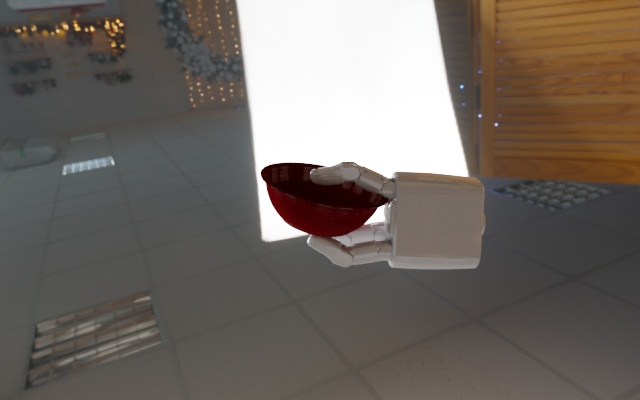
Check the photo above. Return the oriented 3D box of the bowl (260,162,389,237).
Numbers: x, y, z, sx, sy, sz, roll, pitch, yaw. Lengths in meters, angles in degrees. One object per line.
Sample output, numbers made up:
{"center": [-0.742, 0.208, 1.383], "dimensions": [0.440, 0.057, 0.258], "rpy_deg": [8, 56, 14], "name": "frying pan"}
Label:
{"center": [-0.001, 0.002, 0.599], "dimensions": [0.162, 0.055, 0.162], "rpy_deg": [11, 19, -4], "name": "bowl"}
